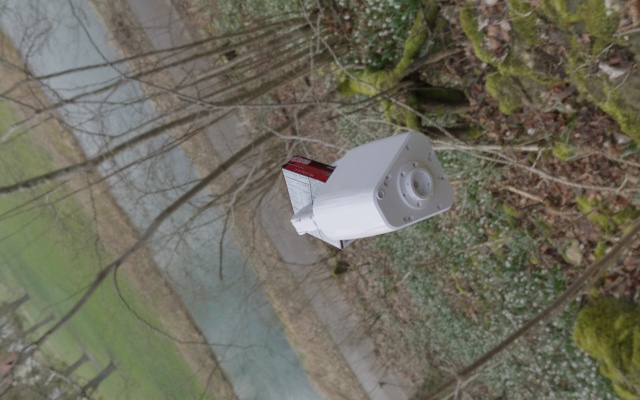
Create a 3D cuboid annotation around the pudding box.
[{"bbox_3d":[0.000,0.002,0.641,0.090,0.114,0.039,22,46,40],"label":"pudding box"}]
